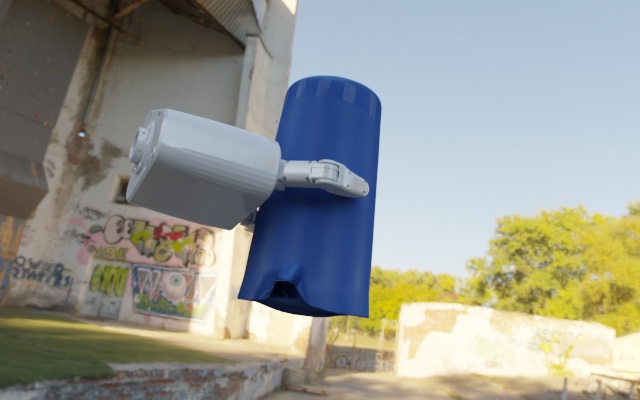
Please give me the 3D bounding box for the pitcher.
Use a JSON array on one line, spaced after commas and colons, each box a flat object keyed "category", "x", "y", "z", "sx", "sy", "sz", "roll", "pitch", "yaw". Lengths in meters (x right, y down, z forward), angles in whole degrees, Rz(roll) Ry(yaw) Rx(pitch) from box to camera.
[{"category": "pitcher", "x": 0.000, "y": 0.002, "z": 0.516, "sx": 0.145, "sy": 0.242, "sz": 0.149, "roll": 17, "pitch": -15, "yaw": -29}]
